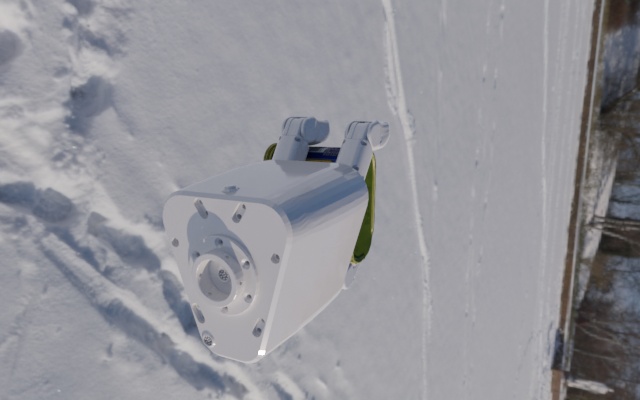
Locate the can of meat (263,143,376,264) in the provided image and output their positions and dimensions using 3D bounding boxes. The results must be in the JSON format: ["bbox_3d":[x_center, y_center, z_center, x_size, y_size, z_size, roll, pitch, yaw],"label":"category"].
[{"bbox_3d":[0.000,0.001,0.419,0.084,0.102,0.057,6,12,26],"label":"can of meat"}]
